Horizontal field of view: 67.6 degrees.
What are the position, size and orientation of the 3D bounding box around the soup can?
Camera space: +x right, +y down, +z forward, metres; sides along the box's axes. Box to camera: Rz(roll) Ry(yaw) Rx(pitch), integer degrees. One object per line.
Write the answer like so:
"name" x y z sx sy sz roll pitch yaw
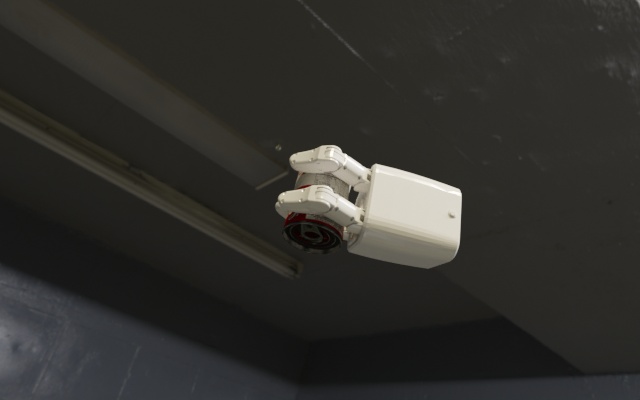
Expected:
"soup can" 0.000 0.002 0.555 0.068 0.102 0.068 9 -32 6
